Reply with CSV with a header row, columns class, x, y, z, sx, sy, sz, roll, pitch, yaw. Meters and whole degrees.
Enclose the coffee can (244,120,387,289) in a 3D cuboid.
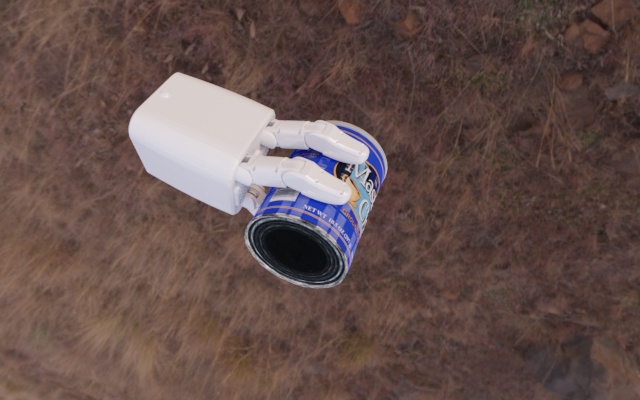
class,x,y,z,sx,sy,sz,roll,pitch,yaw
coffee can,0.000,0.002,0.483,0.103,0.103,0.140,0,44,28
